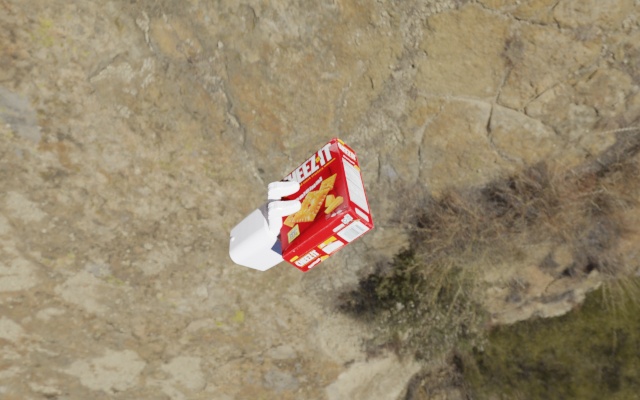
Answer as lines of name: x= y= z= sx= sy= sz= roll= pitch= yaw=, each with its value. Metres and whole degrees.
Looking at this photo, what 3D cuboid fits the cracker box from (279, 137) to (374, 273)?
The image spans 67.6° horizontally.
cracker box: x=0.000 y=0.003 z=0.899 sx=0.164 sy=0.213 sz=0.072 roll=-36 pitch=-53 yaw=24
